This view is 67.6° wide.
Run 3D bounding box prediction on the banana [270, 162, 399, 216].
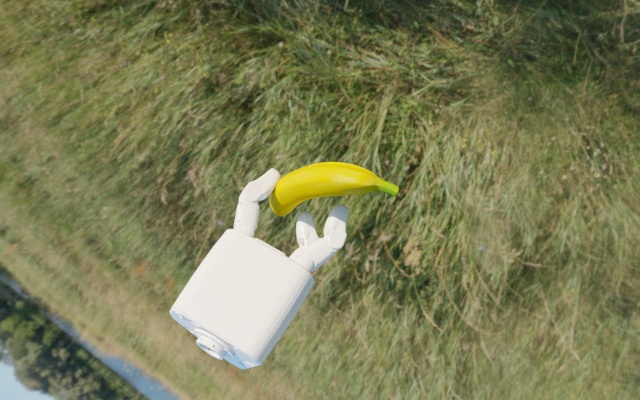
[{"bbox_3d":[-0.009,-0.011,0.550,0.198,0.037,0.070,-8,-46,46],"label":"banana"}]
